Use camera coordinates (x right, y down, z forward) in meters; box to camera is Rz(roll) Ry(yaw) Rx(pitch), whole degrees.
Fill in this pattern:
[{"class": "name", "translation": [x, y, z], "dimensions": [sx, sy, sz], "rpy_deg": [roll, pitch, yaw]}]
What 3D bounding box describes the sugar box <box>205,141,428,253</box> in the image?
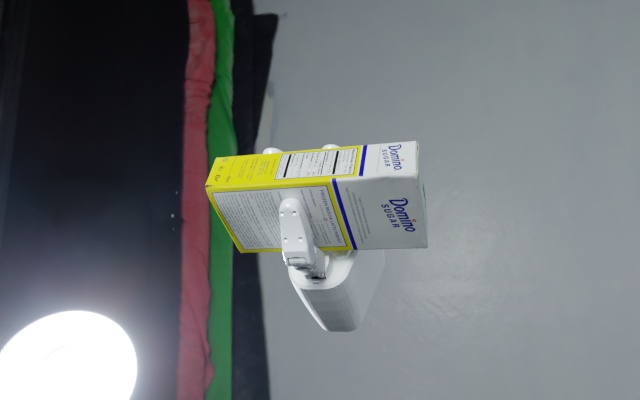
[{"class": "sugar box", "translation": [0.000, 0.001, 0.412], "dimensions": [0.176, 0.048, 0.093], "rpy_deg": [-4, -43, 14]}]
